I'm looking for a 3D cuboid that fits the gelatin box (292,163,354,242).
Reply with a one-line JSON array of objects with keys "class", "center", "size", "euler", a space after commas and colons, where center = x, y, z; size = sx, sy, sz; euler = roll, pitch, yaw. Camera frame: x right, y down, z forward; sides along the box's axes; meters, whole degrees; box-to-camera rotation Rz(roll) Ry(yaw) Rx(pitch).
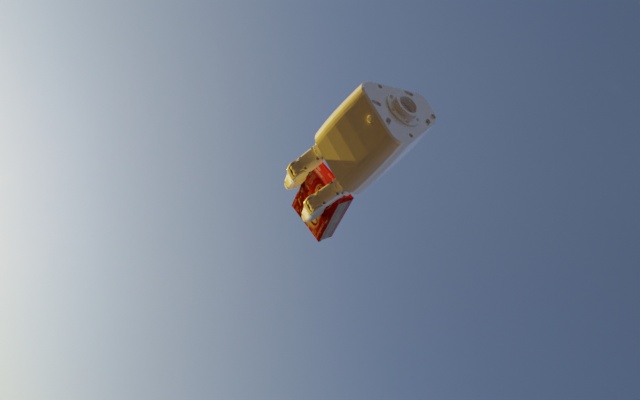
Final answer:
[{"class": "gelatin box", "center": [0.000, 0.002, 0.672], "size": [0.030, 0.073, 0.089], "euler": [-18, -31, -36]}]
